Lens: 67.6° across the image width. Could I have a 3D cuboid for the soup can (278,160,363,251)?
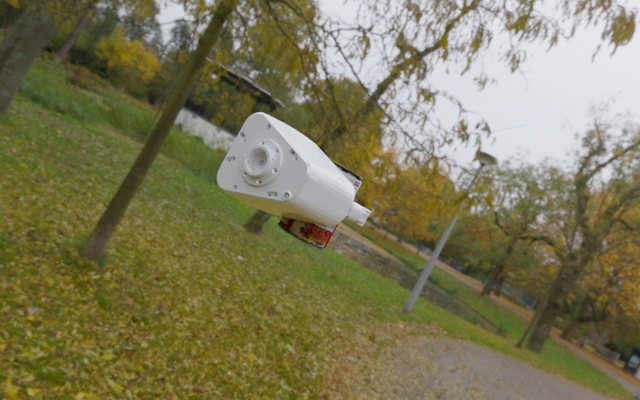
[{"bbox_3d":[0.001,0.002,0.599,0.068,0.102,0.068,29,2,-1],"label":"soup can"}]
